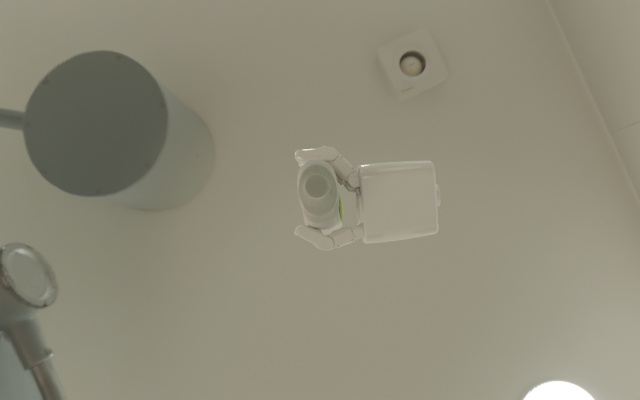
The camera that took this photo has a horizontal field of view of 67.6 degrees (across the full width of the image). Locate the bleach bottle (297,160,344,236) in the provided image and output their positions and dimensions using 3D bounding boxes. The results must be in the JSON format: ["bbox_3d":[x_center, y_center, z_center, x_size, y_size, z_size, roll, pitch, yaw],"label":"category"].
[{"bbox_3d":[0.000,0.002,0.697,0.068,0.102,0.251,-8,-5,1],"label":"bleach bottle"}]
